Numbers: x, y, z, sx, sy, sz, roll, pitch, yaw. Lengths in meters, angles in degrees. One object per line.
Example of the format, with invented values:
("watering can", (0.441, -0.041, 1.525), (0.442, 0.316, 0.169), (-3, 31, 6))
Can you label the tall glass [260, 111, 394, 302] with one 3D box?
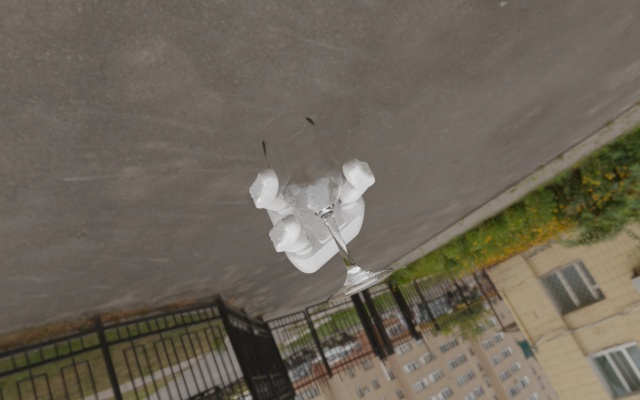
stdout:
("tall glass", (0.000, 0.002, 0.514), (0.079, 0.201, 0.079), (-23, -18, -8))
